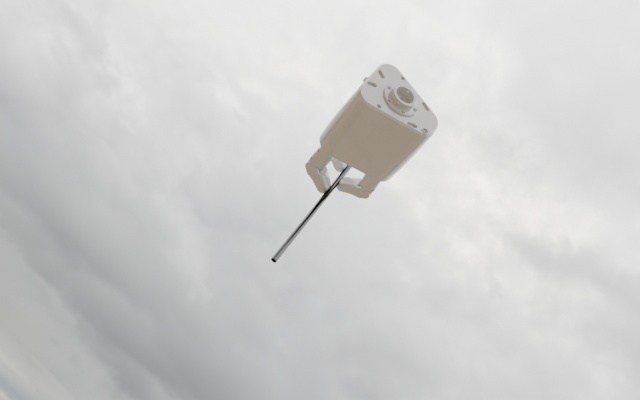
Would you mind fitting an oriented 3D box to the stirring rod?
[{"bbox_3d":[0.000,0.002,0.679,0.011,0.011,0.239,0,38,39],"label":"stirring rod"}]
